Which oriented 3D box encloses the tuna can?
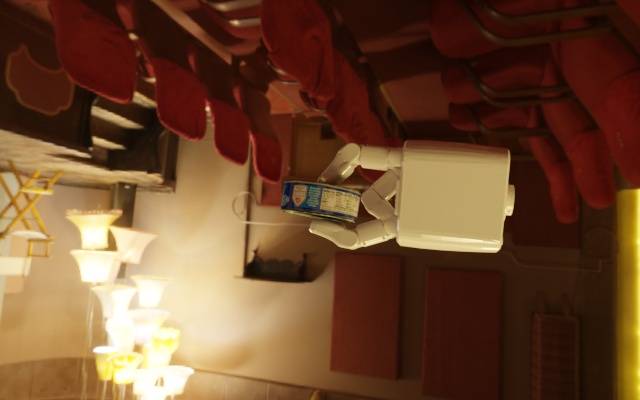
[{"bbox_3d":[0.000,0.002,0.524,0.086,0.033,0.086,9,-5,1],"label":"tuna can"}]
